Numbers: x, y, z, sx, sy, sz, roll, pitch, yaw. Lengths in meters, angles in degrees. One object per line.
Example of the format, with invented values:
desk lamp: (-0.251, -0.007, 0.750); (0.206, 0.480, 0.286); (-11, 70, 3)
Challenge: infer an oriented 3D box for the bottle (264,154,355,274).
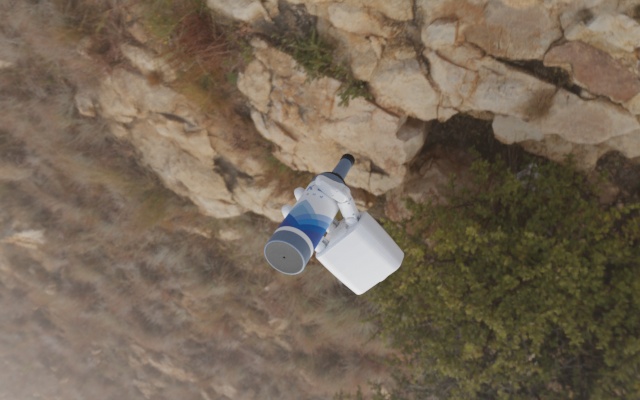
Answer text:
bottle: (0.000, 0.003, 0.813); (0.069, 0.069, 0.295); (0, 34, 26)
